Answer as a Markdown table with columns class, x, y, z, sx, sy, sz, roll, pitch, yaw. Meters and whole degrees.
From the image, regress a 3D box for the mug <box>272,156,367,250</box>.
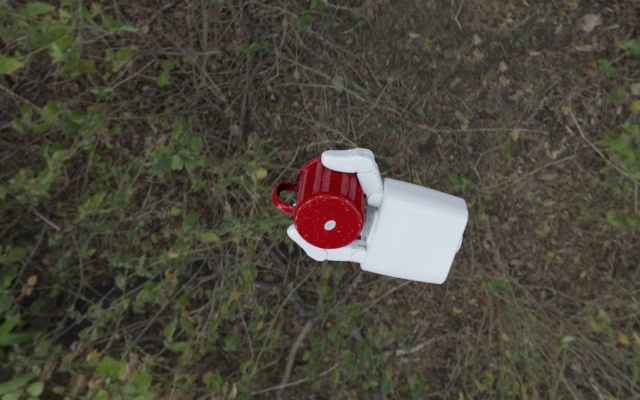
| class | x | y | z | sx | sy | sz | roll | pitch | yaw |
| --- | --- | --- | --- | --- | --- | --- | --- | --- | --- |
| mug | -0.001 | 0.002 | 0.574 | 0.117 | 0.093 | 0.081 | 12 | 35 | -3 |
